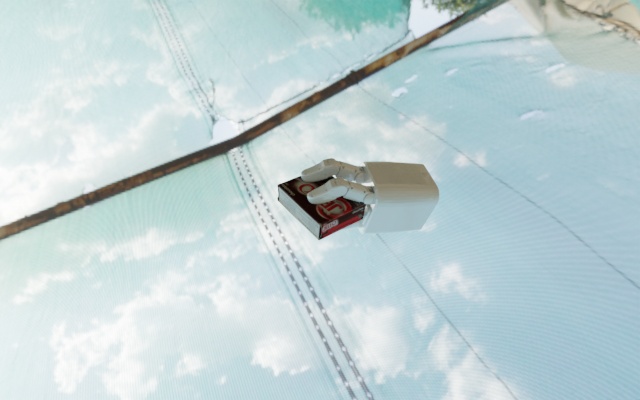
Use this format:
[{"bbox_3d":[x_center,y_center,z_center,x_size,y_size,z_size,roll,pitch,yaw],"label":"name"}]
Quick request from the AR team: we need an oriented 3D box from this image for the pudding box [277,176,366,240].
[{"bbox_3d":[0.000,0.003,0.740,0.090,0.039,0.113,-23,46,-32],"label":"pudding box"}]
